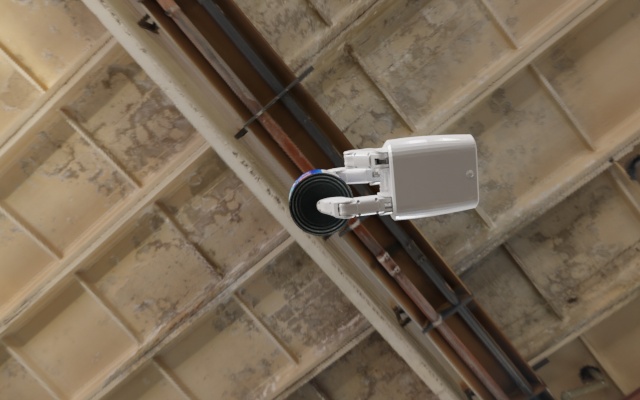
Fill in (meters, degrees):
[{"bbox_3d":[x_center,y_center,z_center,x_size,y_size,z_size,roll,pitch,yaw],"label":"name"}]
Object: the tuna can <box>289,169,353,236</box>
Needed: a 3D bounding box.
[{"bbox_3d":[0.000,0.002,0.640,0.086,0.086,0.033,0,13,-5],"label":"tuna can"}]
